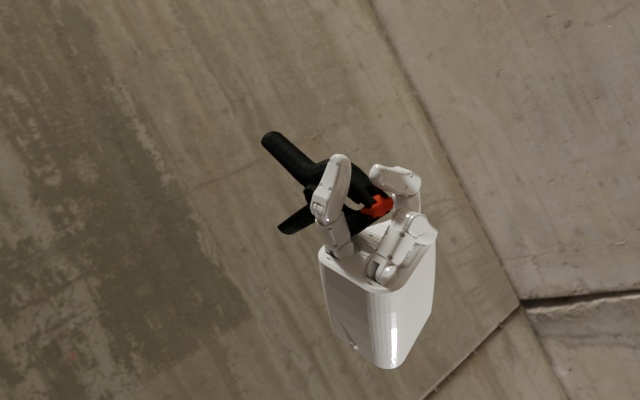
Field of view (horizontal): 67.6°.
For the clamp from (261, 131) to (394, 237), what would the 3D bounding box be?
[{"bbox_3d":[0.001,0.001,0.493,0.039,0.120,0.171,-29,37,-31],"label":"clamp"}]
